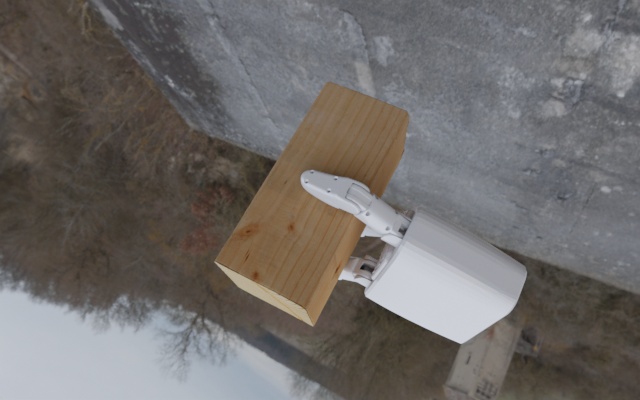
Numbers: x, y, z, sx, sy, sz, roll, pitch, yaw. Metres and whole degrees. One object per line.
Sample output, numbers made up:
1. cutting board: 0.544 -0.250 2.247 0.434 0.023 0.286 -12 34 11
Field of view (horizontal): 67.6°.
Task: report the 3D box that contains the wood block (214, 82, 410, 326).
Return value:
1. wood block: 0.000 0.002 0.462 0.090 0.206 0.091 24 -20 14
